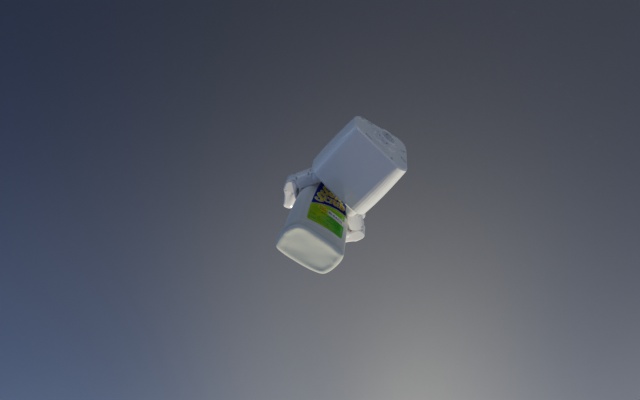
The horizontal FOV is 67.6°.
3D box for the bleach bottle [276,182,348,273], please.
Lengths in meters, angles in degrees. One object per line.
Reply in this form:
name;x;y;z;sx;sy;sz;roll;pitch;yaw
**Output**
bleach bottle;0.000;0.003;0.793;0.102;0.068;0.250;34;33;-15
